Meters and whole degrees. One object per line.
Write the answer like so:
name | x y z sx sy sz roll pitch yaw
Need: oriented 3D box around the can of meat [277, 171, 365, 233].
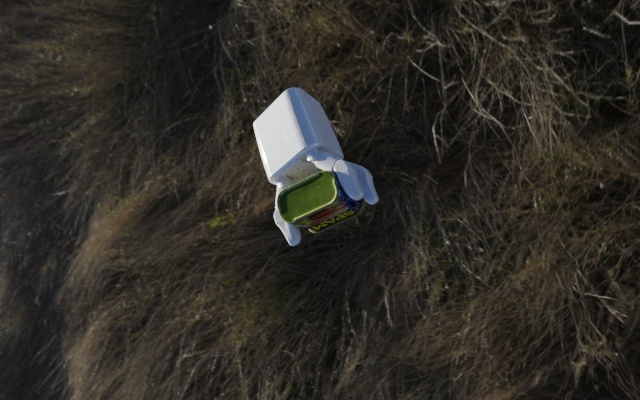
can of meat | 0.000 0.002 0.684 0.102 0.057 0.084 -25 -22 22
